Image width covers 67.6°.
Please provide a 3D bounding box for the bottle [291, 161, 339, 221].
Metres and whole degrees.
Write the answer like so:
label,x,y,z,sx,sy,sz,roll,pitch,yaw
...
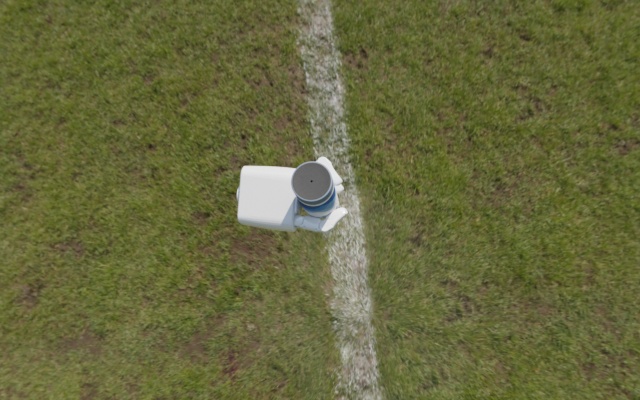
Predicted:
label,x,y,z,sx,sy,sz,roll,pitch,yaw
bottle,0.000,0.003,0.897,0.069,0.069,0.296,0,-13,6
